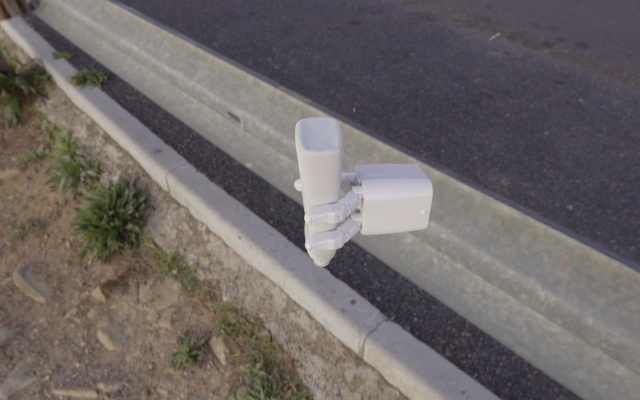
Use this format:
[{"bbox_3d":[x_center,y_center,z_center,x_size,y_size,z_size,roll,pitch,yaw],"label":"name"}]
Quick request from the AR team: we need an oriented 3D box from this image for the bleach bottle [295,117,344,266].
[{"bbox_3d":[0.000,0.002,0.752,0.068,0.251,0.102,-3,40,-3],"label":"bleach bottle"}]
